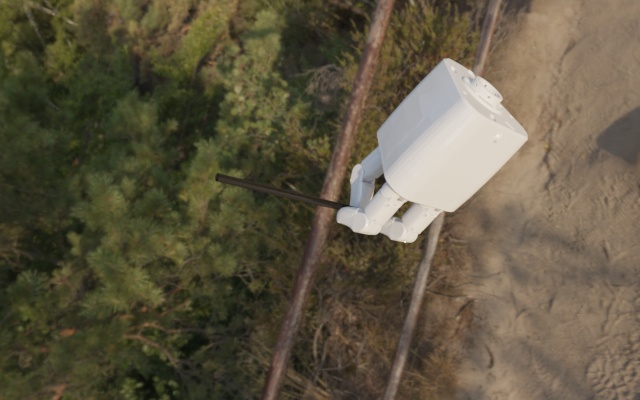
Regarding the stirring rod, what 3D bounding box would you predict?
[{"bbox_3d":[0.000,0.002,0.512,0.239,0.011,0.011,14,-8,-35],"label":"stirring rod"}]
